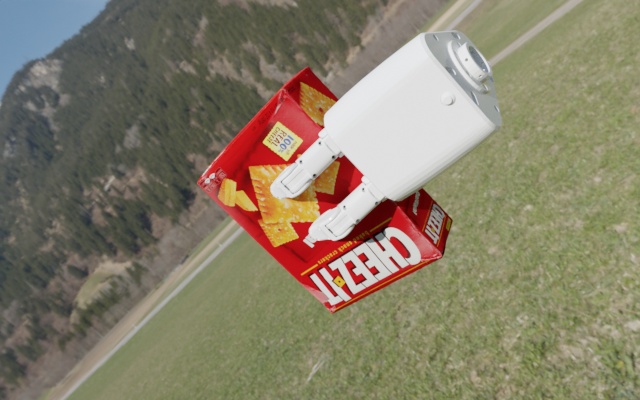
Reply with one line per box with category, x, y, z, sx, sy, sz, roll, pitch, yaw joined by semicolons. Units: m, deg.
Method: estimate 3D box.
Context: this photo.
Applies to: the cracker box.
cracker box;0.000;0.001;0.491;0.164;0.214;0.072;-37;12;38
